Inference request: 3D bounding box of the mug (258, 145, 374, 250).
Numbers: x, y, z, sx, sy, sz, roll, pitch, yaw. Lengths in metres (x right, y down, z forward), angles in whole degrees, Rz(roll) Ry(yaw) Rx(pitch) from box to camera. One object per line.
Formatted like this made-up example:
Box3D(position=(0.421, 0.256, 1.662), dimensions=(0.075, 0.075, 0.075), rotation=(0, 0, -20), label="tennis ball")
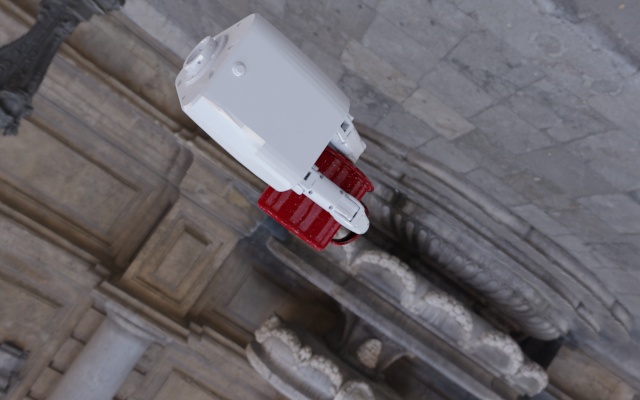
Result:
Box3D(position=(0.001, 0.003, 0.478), dimensions=(0.117, 0.081, 0.093), rotation=(40, -7, -30), label="mug")
